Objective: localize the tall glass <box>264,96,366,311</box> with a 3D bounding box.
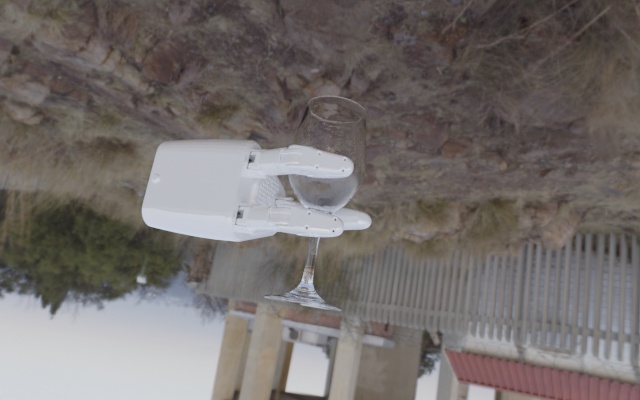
[{"bbox_3d":[0.000,0.002,0.469,0.079,0.201,0.079,10,-13,2],"label":"tall glass"}]
